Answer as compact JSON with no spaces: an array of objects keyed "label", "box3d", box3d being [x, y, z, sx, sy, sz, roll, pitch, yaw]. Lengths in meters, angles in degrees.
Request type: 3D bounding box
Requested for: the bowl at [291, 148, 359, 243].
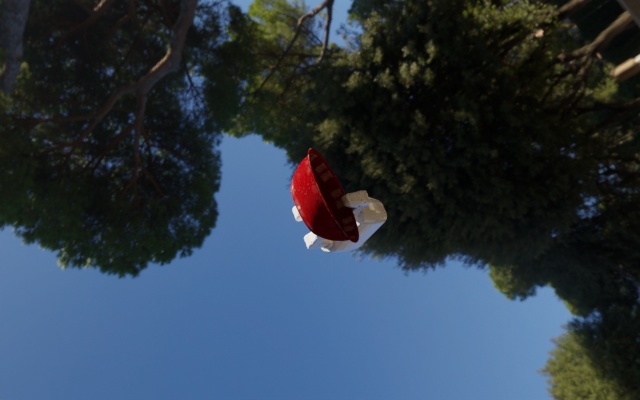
[{"label":"bowl","box3d":[-0.001,0.002,0.744,0.055,0.162,0.162,-26,-6,13]}]
